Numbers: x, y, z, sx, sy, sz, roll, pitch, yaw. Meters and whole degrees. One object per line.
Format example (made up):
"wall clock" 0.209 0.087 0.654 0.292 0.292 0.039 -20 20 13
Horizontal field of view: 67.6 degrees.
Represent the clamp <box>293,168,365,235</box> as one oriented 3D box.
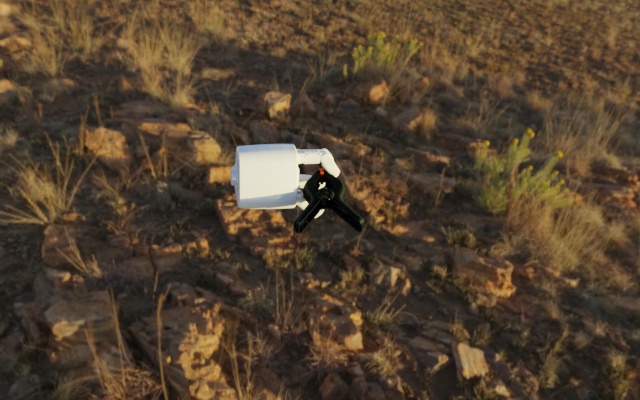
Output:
"clamp" 0.000 0.002 0.856 0.120 0.039 0.171 -3 36 -15
